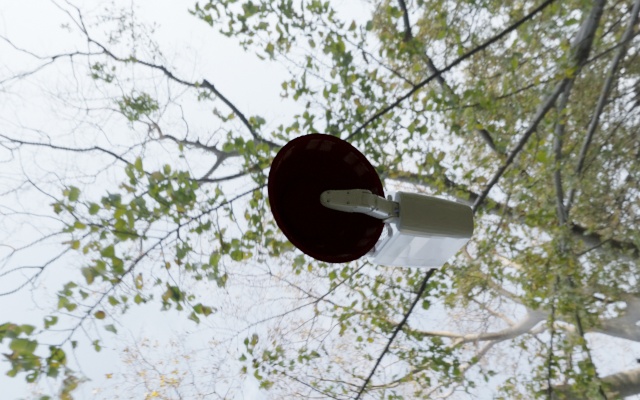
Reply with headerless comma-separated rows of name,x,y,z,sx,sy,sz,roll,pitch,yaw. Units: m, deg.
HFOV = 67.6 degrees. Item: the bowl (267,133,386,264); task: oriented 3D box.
bowl,-0.001,0.001,0.585,0.162,0.162,0.055,0,-17,-30
